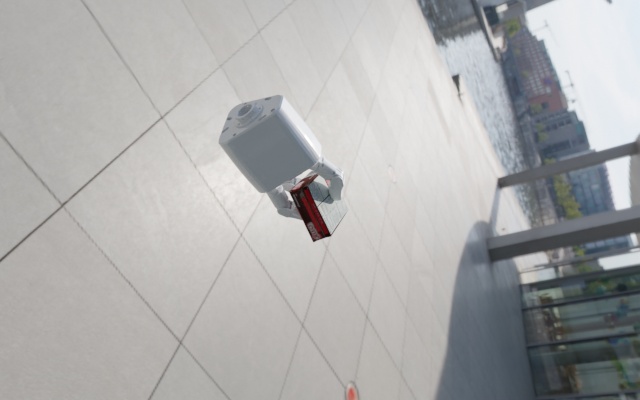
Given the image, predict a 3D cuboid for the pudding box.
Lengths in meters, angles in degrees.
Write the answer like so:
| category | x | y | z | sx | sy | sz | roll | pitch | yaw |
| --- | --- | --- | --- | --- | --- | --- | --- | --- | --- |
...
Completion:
| category | x | y | z | sx | sy | sz | roll | pitch | yaw |
| --- | --- | --- | --- | --- | --- | --- | --- | --- | --- |
| pudding box | 0.000 | 0.002 | 0.771 | 0.039 | 0.090 | 0.113 | -18 | 14 | 26 |
